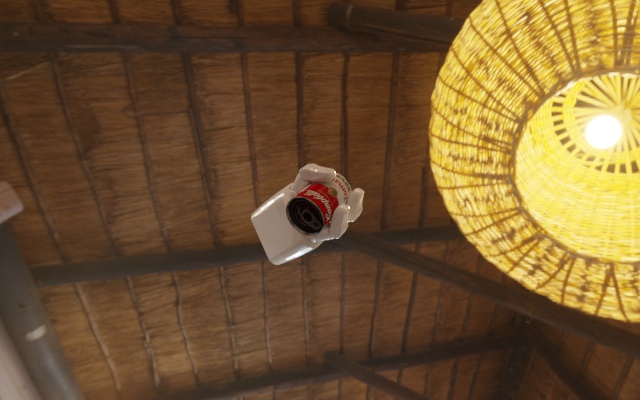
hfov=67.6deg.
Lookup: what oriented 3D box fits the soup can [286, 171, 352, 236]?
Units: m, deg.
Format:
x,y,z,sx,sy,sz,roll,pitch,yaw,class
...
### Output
x,y,z,sx,sy,sz,roll,pitch,yaw,class
0.001,0.002,0.767,0.068,0.068,0.102,0,27,33,soup can
